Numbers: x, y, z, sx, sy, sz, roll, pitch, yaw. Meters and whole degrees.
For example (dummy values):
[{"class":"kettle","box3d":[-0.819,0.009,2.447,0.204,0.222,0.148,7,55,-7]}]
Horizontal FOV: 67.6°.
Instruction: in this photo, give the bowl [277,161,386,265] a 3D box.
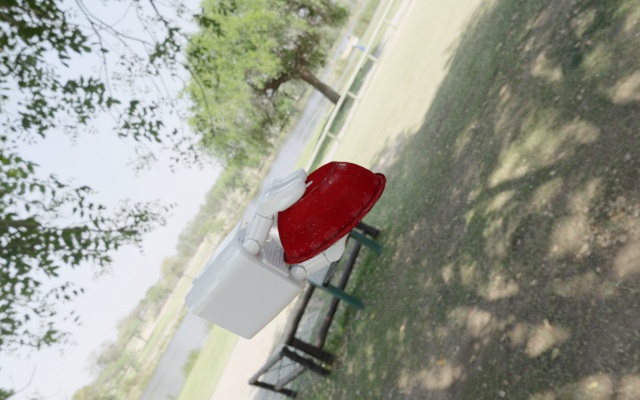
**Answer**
[{"class":"bowl","box3d":[0.001,0.001,0.581,0.162,0.055,0.162,-38,14,11]}]
